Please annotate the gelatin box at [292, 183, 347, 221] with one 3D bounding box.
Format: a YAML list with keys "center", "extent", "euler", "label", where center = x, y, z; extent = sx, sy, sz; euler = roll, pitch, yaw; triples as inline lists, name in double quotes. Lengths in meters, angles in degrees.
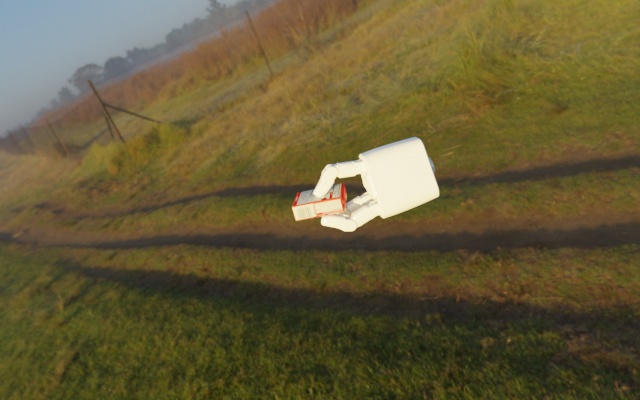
- center: [0.000, 0.002, 0.833]
  extent: [0.089, 0.030, 0.073]
  euler: [-11, 19, 9]
  label: "gelatin box"
